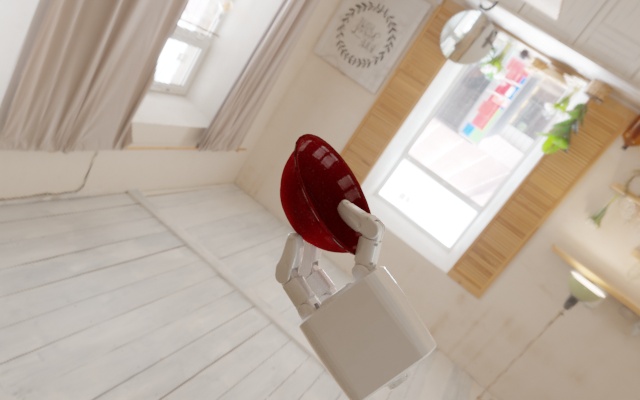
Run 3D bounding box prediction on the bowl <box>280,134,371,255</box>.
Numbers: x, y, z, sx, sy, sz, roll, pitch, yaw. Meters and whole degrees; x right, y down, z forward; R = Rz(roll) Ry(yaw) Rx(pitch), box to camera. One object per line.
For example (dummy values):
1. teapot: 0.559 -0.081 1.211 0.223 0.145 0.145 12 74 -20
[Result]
1. bowl: -0.001 0.001 0.582 0.055 0.162 0.162 -28 -13 25
